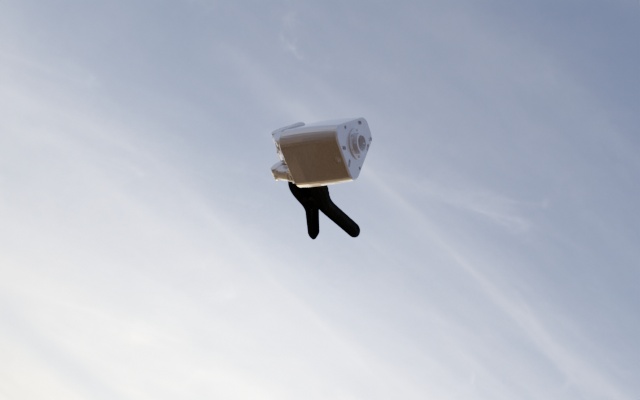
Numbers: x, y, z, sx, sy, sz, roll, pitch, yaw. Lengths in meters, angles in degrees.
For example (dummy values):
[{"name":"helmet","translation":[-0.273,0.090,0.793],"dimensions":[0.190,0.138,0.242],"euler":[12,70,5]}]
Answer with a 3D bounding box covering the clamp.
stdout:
[{"name":"clamp","translation":[0.000,0.002,0.837],"dimensions":[0.120,0.171,0.039],"euler":[-2,36,36]}]
